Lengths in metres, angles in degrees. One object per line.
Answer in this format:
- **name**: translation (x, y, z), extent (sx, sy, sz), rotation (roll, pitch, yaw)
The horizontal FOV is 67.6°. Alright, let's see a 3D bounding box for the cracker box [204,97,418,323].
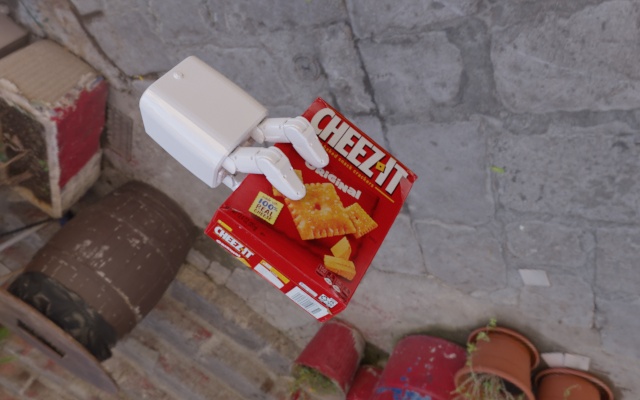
- **cracker box**: translation (0.000, 0.002, 0.550), extent (0.164, 0.213, 0.072), rotation (39, -36, -4)
